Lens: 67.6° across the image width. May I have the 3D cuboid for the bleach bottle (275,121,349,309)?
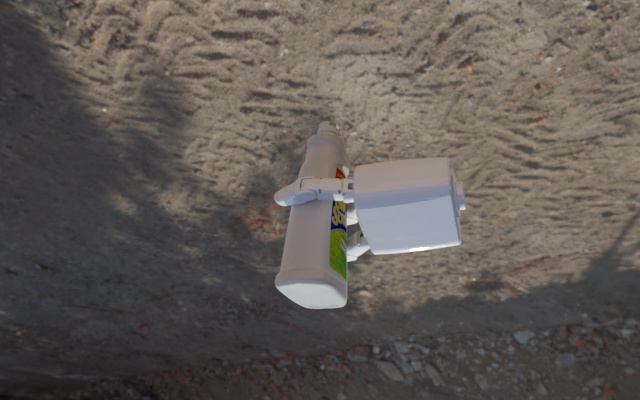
[{"bbox_3d":[0.000,0.002,0.607,0.068,0.250,0.103,-7,-30,20],"label":"bleach bottle"}]
